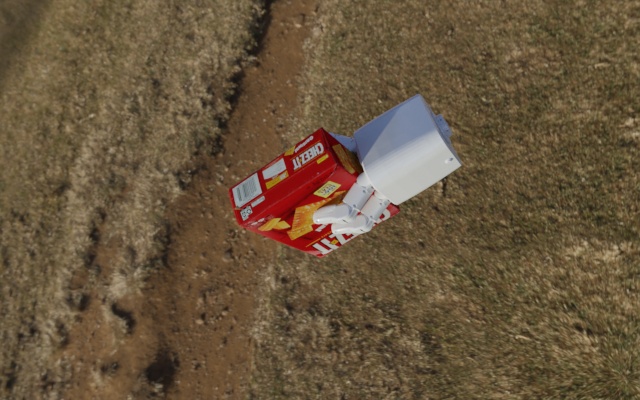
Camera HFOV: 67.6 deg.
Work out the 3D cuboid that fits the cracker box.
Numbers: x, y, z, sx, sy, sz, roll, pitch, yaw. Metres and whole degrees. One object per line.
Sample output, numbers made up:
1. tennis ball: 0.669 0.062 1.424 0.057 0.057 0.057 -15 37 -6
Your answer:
1. cracker box: 0.000 0.002 0.700 0.164 0.072 0.214 -31 -32 19
